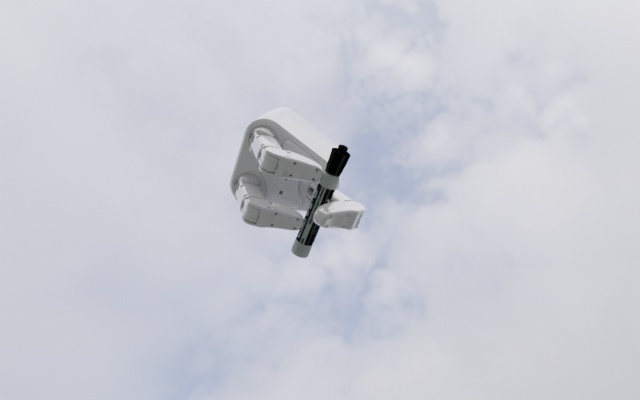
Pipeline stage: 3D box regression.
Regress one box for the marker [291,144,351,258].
[{"bbox_3d":[0.000,0.002,0.465,0.020,0.121,0.020,19,22,-8],"label":"marker"}]
